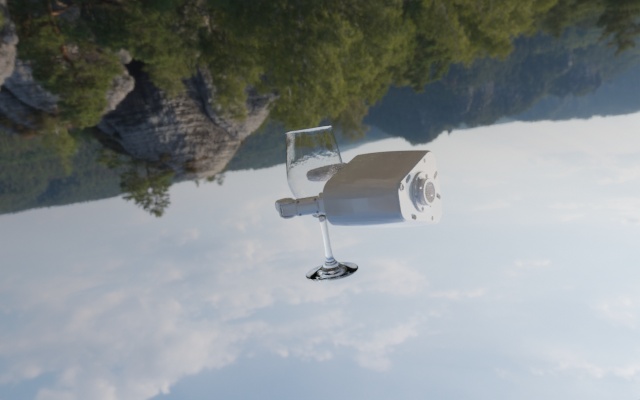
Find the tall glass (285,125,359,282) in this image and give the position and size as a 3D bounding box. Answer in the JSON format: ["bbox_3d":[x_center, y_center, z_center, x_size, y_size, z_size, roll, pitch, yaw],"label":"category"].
[{"bbox_3d":[0.000,0.003,0.646,0.079,0.201,0.079,-10,9,2],"label":"tall glass"}]
